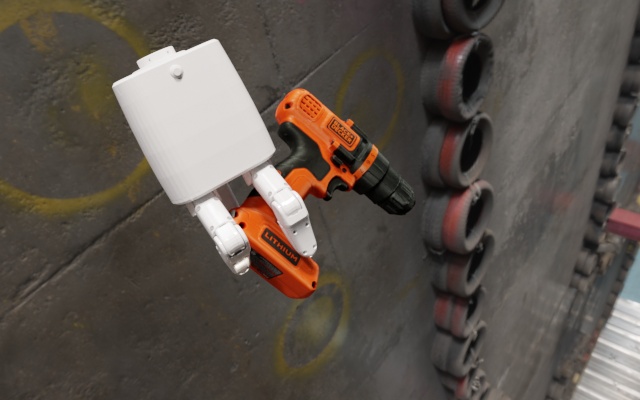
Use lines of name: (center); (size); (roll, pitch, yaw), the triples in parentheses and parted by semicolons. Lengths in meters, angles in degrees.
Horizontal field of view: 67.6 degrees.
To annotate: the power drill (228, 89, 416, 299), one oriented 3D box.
power drill: (0.000, 0.002, 0.480); (0.184, 0.187, 0.057); (39, -33, -11)
